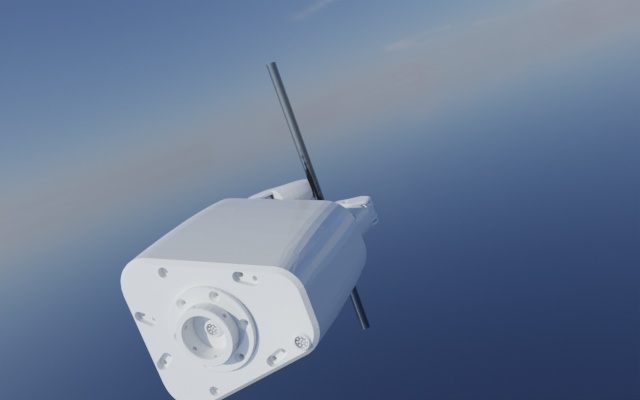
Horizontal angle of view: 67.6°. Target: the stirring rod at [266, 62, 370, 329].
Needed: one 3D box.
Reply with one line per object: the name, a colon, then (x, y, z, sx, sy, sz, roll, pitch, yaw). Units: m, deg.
stirring rod: (0.000, 0.001, 0.405, 0.011, 0.239, 0.011, -19, 10, 3)
